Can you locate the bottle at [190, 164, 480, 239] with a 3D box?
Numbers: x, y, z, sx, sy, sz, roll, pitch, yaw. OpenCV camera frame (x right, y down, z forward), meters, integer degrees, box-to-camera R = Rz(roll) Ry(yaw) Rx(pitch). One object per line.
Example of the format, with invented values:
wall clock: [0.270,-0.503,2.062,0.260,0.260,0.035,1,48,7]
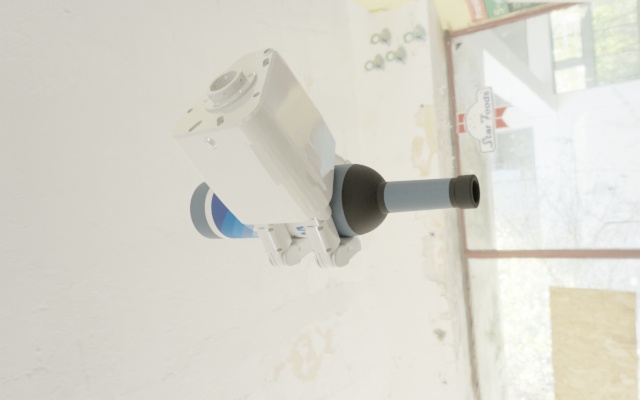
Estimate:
bottle: [0.000,0.002,0.457,0.296,0.069,0.069,-4,-2,34]
